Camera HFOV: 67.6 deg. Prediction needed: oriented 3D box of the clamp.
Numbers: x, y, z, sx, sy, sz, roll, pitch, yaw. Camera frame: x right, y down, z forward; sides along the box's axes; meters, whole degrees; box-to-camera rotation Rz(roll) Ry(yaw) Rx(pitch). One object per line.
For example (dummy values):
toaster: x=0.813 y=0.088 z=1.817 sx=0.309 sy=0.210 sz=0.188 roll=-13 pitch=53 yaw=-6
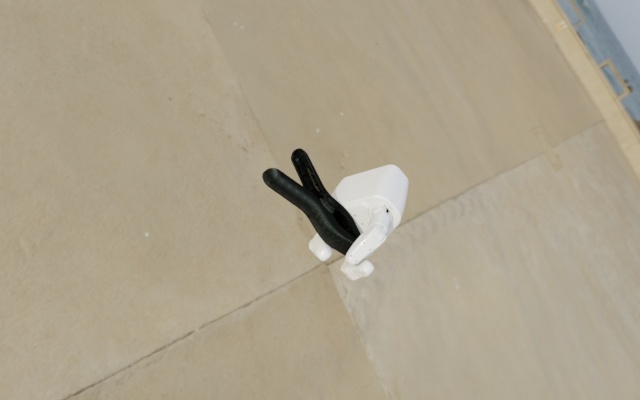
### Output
clamp: x=0.001 y=0.002 z=0.641 sx=0.039 sy=0.171 sz=0.120 roll=-34 pitch=16 yaw=31
